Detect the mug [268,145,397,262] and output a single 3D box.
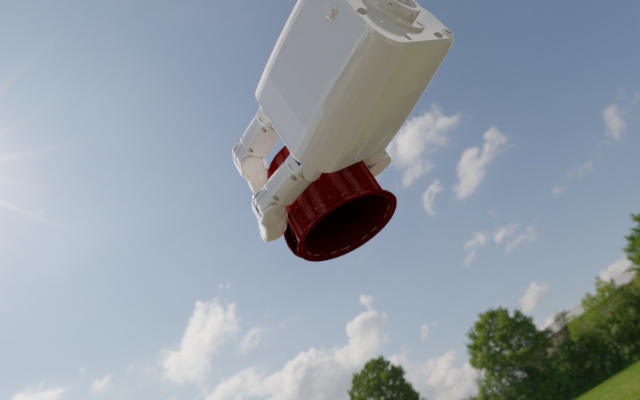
[{"bbox_3d":[-0.001,0.002,0.422,0.093,0.081,0.117,-3,-40,-39],"label":"mug"}]
